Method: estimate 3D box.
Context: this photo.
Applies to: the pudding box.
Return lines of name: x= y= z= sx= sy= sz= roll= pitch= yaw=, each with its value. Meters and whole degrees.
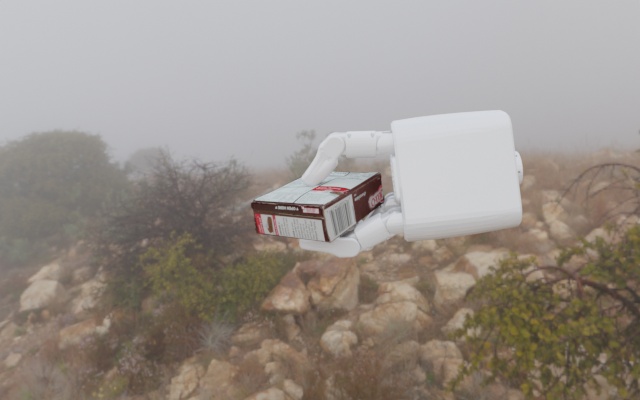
pudding box: x=0.000 y=0.001 z=0.484 sx=0.090 sy=0.039 sz=0.113 roll=3 pitch=19 yaw=35
